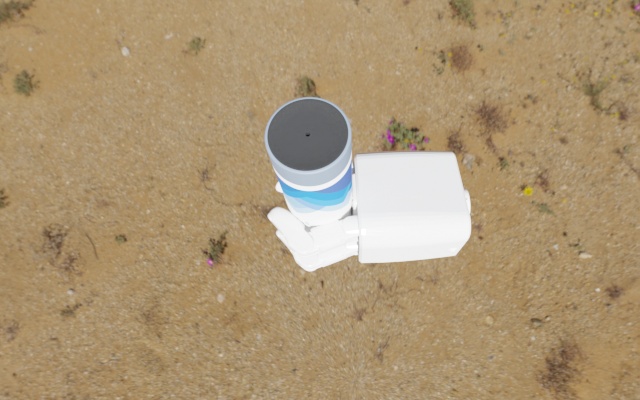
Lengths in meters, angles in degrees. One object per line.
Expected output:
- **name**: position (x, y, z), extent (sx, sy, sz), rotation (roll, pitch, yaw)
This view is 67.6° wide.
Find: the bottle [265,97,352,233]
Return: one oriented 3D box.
- **bottle**: position (0.000, 0.002, 0.498), extent (0.069, 0.069, 0.296), rotation (0, -21, 4)
